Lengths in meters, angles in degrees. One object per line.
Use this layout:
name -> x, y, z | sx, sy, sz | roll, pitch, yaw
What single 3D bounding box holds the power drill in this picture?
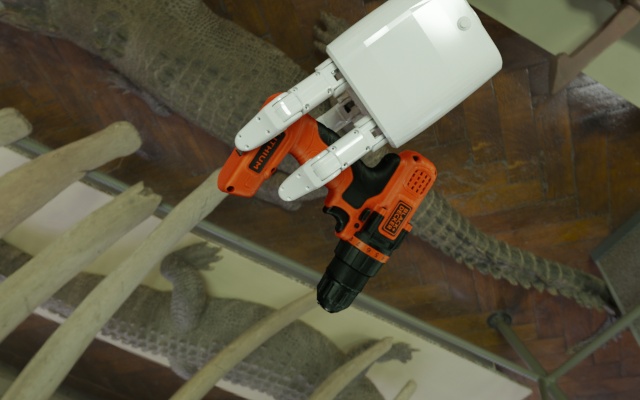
power drill -> 0.000, 0.001, 0.458 | 0.188, 0.184, 0.057 | 31, 2, -24
